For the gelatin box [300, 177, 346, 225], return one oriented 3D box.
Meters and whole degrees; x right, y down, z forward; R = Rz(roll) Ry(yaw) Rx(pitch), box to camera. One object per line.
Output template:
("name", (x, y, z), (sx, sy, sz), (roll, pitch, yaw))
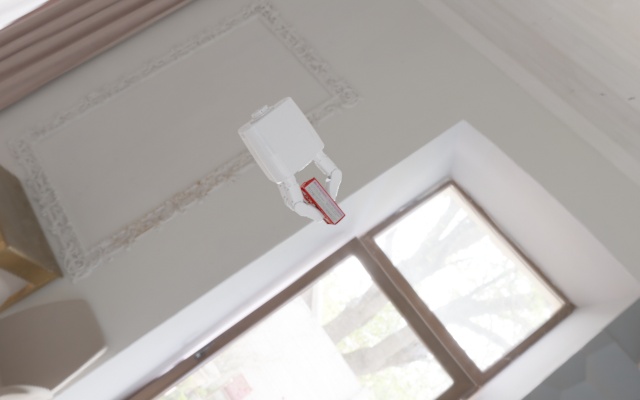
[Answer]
("gelatin box", (0.001, 0.003, 0.850), (0.030, 0.089, 0.073), (-41, 5, -9))
